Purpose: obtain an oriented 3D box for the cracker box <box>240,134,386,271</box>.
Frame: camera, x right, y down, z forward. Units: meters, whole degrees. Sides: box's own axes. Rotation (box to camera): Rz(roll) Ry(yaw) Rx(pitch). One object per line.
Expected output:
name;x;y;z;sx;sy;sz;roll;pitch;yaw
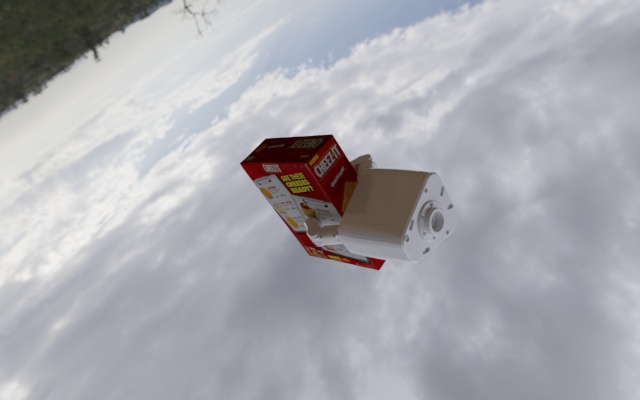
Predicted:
cracker box;0.000;0.003;0.727;0.164;0.214;0.072;5;47;49
